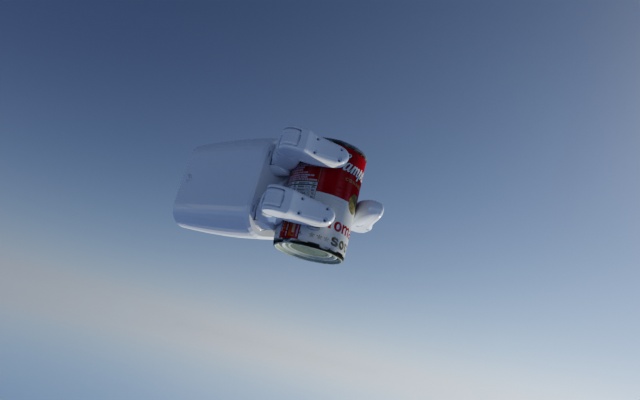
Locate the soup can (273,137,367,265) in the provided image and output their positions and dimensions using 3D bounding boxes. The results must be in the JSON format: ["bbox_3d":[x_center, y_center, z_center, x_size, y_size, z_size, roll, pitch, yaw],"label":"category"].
[{"bbox_3d":[0.000,0.002,0.445,0.068,0.102,0.068,13,-18,4],"label":"soup can"}]
